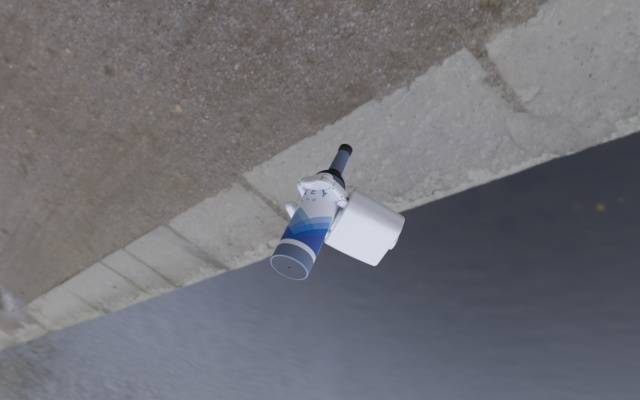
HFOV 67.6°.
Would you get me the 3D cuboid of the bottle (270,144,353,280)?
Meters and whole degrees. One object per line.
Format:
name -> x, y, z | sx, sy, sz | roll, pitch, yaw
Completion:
bottle -> 0.000, 0.003, 0.856 | 0.069, 0.295, 0.069 | 16, -38, 13
